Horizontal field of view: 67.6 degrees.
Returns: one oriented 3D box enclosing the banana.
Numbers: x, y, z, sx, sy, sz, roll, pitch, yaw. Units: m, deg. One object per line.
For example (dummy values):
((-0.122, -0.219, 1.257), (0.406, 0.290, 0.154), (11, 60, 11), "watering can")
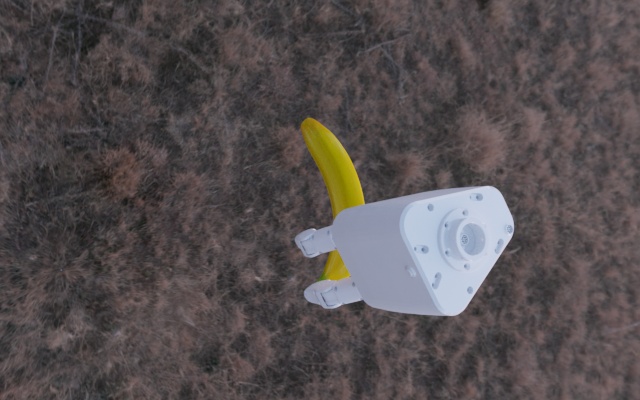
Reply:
((0.017, 0.005, 0.534), (0.069, 0.198, 0.037), (-2, -4, -23), "banana")
